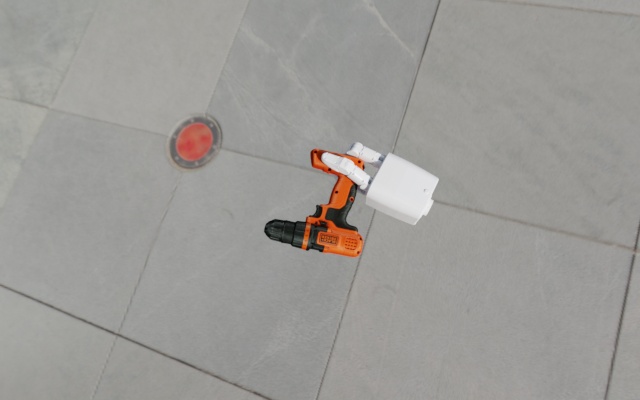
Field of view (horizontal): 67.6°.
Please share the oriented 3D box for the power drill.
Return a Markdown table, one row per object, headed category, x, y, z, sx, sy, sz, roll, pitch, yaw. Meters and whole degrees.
| category | x | y | z | sx | sy | sz | roll | pitch | yaw |
| --- | --- | --- | --- | --- | --- | --- | --- | --- | --- |
| power drill | 0.001 | 0.003 | 0.892 | 0.184 | 0.187 | 0.057 | 12 | -6 | -5 |
